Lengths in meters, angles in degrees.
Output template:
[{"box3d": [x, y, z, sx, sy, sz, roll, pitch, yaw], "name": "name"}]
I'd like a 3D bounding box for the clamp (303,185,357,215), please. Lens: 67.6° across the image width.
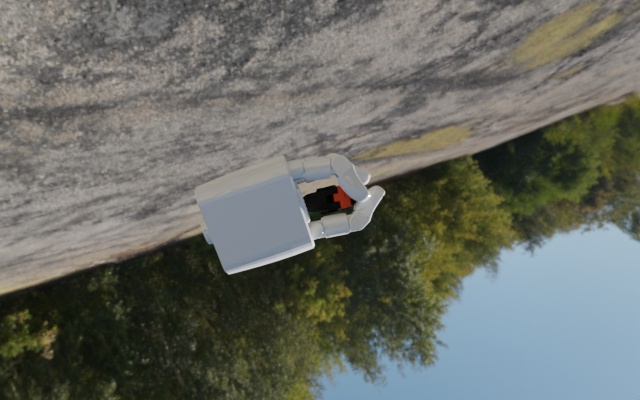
[{"box3d": [0.000, 0.003, 0.628, 0.120, 0.039, 0.171, -18, -3, -4], "name": "clamp"}]
